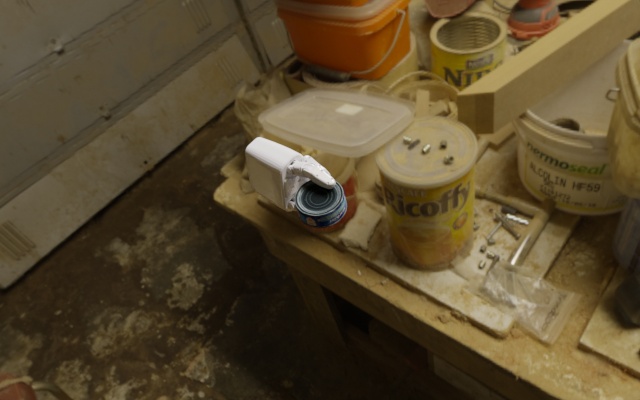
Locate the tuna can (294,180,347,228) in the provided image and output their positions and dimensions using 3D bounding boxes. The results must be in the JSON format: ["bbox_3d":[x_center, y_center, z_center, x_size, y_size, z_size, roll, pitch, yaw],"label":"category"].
[{"bbox_3d":[0.000,0.002,0.801,0.086,0.086,0.034,0,-39,13],"label":"tuna can"}]
